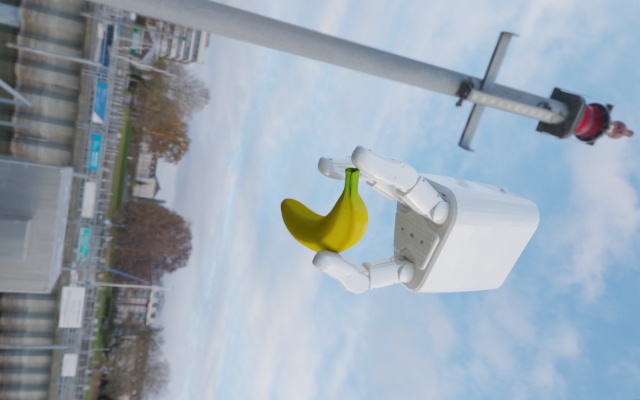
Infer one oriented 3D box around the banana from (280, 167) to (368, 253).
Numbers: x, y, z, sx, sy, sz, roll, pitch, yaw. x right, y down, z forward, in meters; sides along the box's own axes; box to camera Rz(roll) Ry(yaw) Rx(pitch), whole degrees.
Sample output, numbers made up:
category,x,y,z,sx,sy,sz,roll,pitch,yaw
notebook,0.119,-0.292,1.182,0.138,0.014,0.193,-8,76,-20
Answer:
category,x,y,z,sx,sy,sz,roll,pitch,yaw
banana,0.002,0.020,0.475,0.037,0.069,0.198,2,-9,-23
